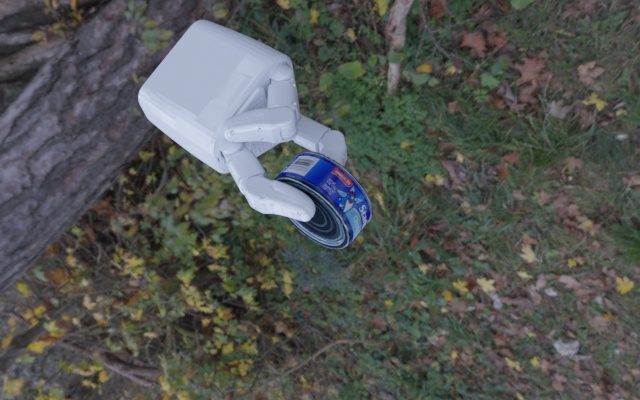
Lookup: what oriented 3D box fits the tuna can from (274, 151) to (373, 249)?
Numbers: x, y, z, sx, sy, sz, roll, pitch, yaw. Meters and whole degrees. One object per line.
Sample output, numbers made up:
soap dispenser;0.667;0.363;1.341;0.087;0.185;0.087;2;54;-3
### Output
tuna can;0.000;0.002;0.409;0.086;0.086;0.033;0;42;53
